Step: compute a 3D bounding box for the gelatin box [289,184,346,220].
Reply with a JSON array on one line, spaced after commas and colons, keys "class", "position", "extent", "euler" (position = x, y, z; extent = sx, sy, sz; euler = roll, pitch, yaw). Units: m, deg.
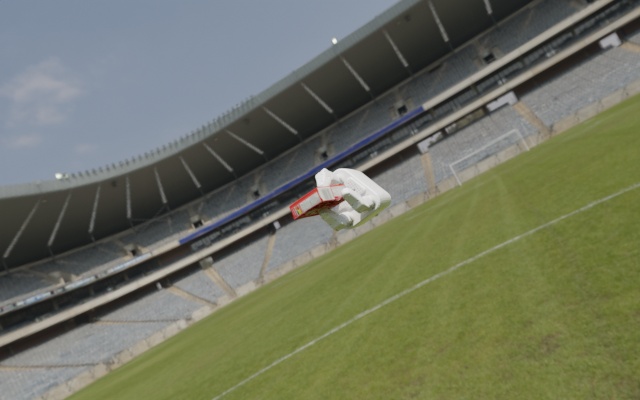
[{"class": "gelatin box", "position": [0.000, 0.002, 0.847], "extent": [0.073, 0.030, 0.089], "euler": [-33, -14, 34]}]
